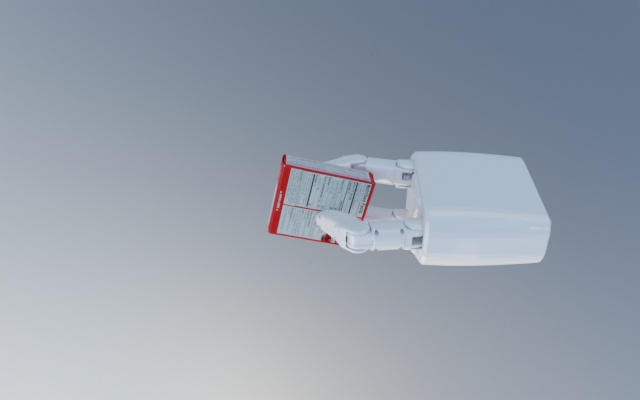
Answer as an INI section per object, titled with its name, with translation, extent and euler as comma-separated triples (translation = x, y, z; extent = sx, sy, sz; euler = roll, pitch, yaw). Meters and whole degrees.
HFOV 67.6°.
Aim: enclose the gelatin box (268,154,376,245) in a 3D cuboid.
[gelatin box]
translation = 0.000, 0.002, 0.455
extent = 0.089, 0.073, 0.030
euler = 10, 26, -9
